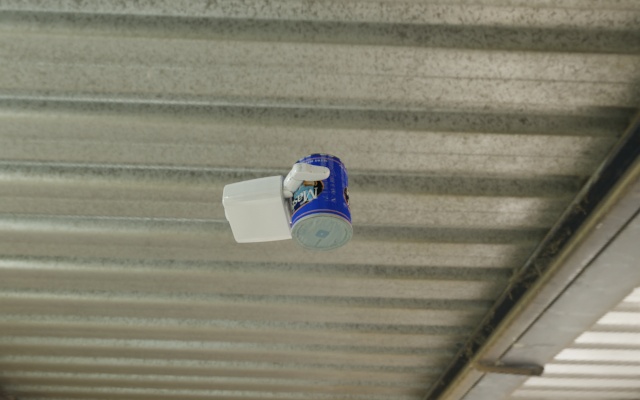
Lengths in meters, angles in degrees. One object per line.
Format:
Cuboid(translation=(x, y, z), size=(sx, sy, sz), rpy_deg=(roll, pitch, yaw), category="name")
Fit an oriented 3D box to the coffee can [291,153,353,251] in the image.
Cuboid(translation=(0.000, 0.003, 0.833), size=(0.103, 0.140, 0.103), rpy_deg=(-1, -39, -1), category="coffee can")
